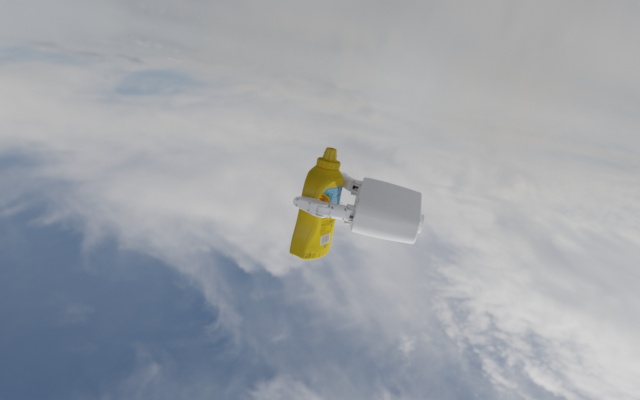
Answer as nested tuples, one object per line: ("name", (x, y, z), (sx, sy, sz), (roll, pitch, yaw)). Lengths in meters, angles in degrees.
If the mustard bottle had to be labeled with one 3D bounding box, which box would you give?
("mustard bottle", (0.000, 0.003, 0.828), (0.058, 0.192, 0.096), (21, 18, 28))
